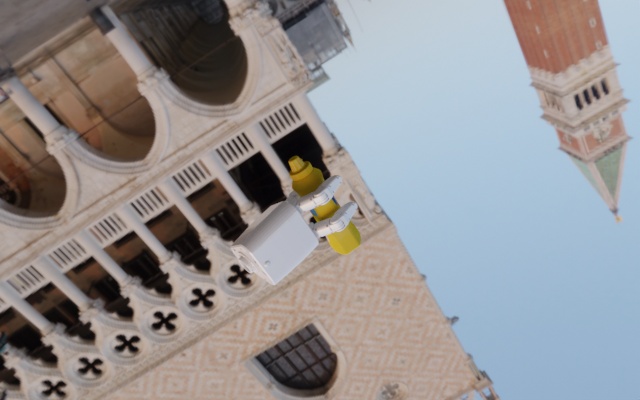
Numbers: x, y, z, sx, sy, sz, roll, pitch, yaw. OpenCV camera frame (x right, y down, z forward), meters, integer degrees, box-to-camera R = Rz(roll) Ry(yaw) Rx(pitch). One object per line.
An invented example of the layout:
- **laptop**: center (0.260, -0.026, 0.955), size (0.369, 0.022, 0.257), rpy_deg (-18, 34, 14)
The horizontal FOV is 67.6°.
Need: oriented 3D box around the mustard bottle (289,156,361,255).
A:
- **mustard bottle**: center (0.001, 0.003, 0.841), size (0.058, 0.192, 0.096), rpy_deg (-33, 25, 0)
